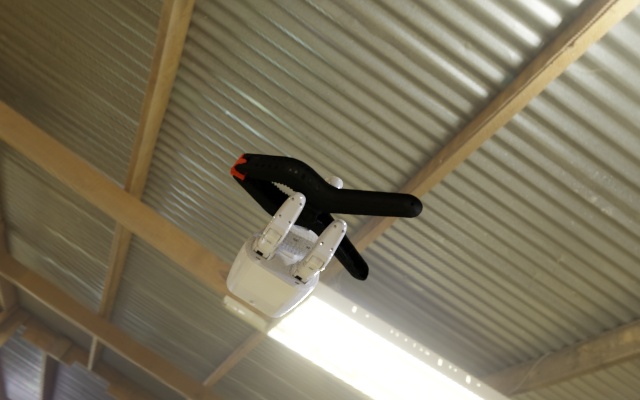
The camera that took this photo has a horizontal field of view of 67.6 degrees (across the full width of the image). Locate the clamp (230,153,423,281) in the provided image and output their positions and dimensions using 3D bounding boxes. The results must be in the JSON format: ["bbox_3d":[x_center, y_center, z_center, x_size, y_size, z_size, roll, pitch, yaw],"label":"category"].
[{"bbox_3d":[0.000,0.001,0.537,0.210,0.036,0.165,33,-40,-4],"label":"clamp"}]
